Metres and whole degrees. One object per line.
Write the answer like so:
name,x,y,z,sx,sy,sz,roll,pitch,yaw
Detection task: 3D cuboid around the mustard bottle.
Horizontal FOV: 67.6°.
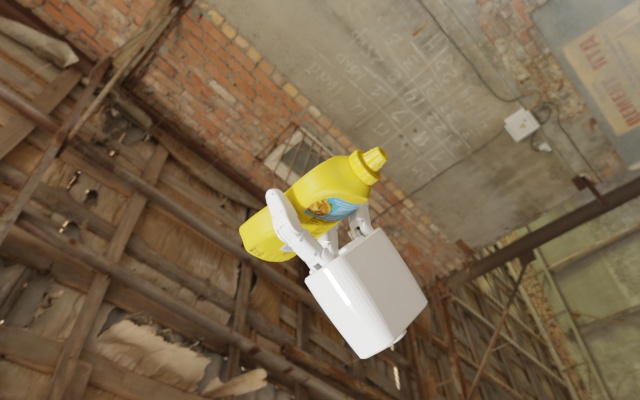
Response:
mustard bottle,0.000,0.002,0.557,0.192,0.058,0.096,-37,-29,26
